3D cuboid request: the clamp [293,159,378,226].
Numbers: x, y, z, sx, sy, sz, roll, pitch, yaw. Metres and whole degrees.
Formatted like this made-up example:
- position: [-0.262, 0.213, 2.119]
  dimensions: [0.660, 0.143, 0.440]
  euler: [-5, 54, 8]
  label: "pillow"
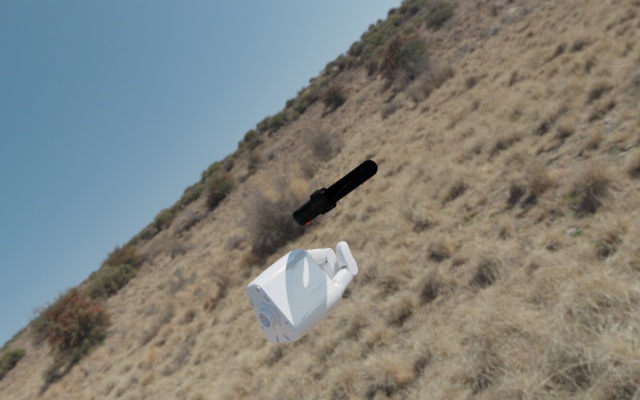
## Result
- position: [0.000, 0.002, 0.704]
  dimensions: [0.120, 0.039, 0.171]
  euler: [-23, -12, -42]
  label: "clamp"
